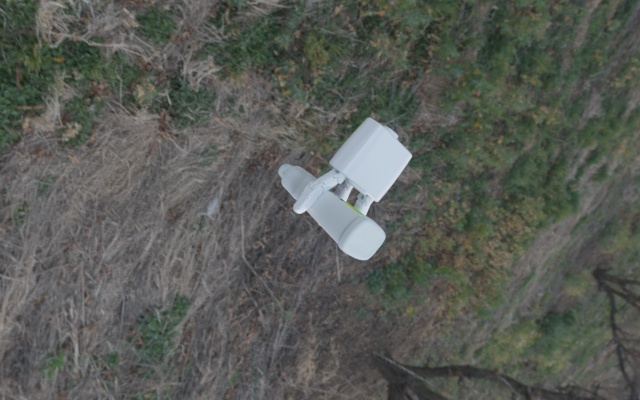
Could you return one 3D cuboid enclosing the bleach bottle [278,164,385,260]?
[{"bbox_3d":[0.000,0.003,0.851,0.250,0.068,0.103,41,4,37],"label":"bleach bottle"}]
